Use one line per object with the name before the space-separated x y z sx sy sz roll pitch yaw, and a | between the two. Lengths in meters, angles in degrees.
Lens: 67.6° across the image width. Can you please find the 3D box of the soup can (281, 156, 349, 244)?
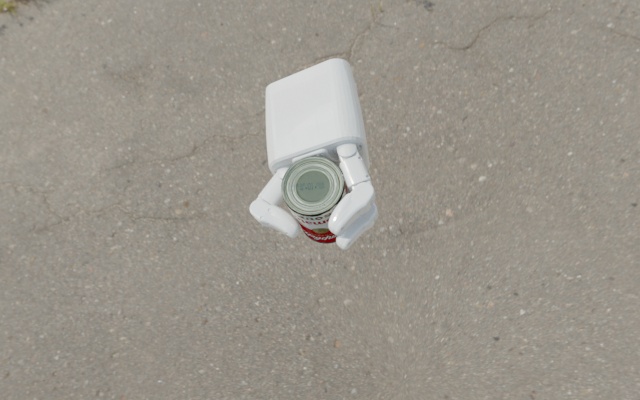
soup can | 0.000 0.002 0.529 0.068 0.068 0.102 0 -21 10
